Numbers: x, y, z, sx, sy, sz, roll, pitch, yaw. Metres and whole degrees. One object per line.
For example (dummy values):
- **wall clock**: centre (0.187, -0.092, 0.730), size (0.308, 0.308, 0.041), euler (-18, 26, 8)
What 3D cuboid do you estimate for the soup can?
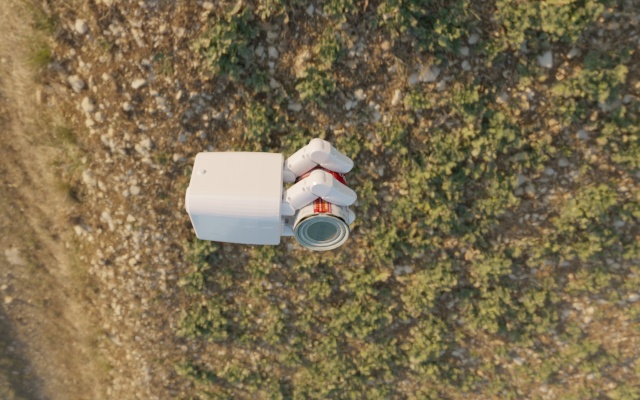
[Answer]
- **soup can**: centre (0.001, 0.002, 0.587), size (0.068, 0.102, 0.069), euler (-1, -43, -1)
